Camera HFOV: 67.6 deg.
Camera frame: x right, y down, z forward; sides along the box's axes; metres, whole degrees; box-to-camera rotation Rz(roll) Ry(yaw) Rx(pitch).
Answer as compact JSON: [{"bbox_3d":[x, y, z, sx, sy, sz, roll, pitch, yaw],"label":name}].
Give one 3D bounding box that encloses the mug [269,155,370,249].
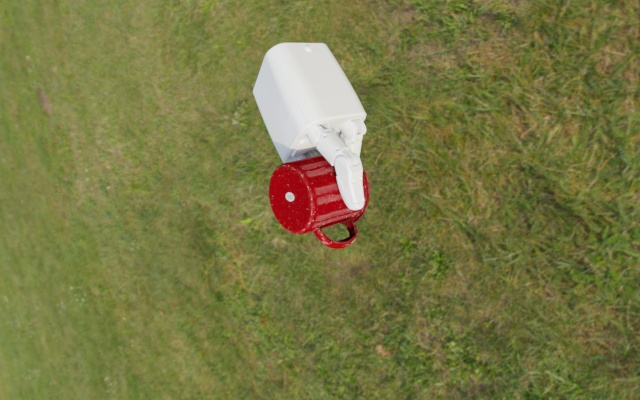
[{"bbox_3d":[0.001,0.003,0.544,0.081,0.117,0.093,-15,-16,-40],"label":"mug"}]
